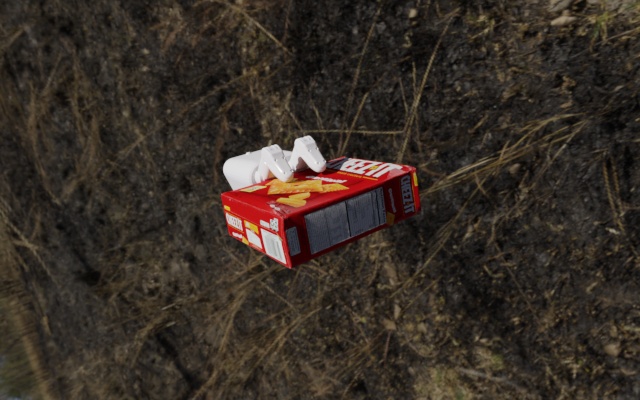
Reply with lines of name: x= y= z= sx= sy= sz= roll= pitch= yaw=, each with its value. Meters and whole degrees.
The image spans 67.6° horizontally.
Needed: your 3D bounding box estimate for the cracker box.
cracker box: x=0.000 y=0.002 z=0.641 sx=0.213 sy=0.072 sz=0.164 roll=-20 pitch=21 yaw=-31
